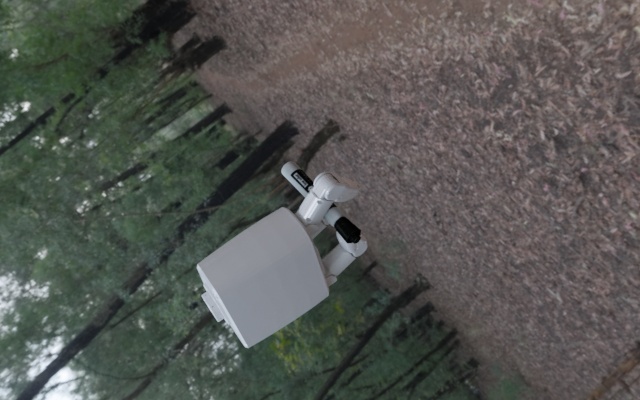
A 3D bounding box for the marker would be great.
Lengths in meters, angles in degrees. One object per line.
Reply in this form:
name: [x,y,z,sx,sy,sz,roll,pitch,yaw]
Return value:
marker: [0.000,0.002,0.495,0.020,0.020,0.121,0,39,-49]
